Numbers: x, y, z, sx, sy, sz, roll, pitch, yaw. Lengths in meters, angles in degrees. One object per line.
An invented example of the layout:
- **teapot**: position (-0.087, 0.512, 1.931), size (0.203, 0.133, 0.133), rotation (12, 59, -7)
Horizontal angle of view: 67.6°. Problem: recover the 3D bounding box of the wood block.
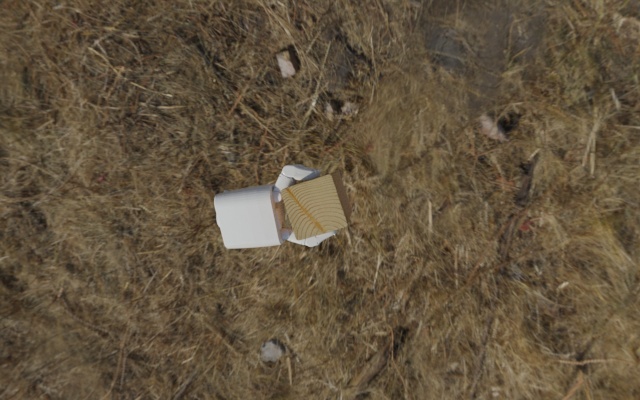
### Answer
- **wood block**: position (0.000, 0.003, 0.869), size (0.090, 0.091, 0.206), rotation (-17, 3, 7)
